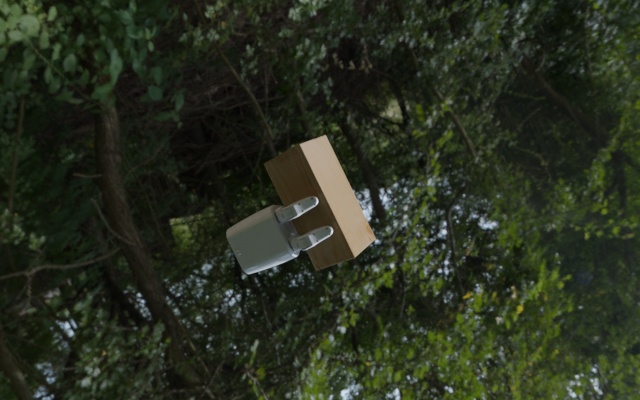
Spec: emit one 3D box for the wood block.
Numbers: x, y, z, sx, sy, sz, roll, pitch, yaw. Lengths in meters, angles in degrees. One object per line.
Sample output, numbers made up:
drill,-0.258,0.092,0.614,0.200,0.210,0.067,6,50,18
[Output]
wood block,0.000,0.003,0.834,0.090,0.206,0.091,-24,4,35
